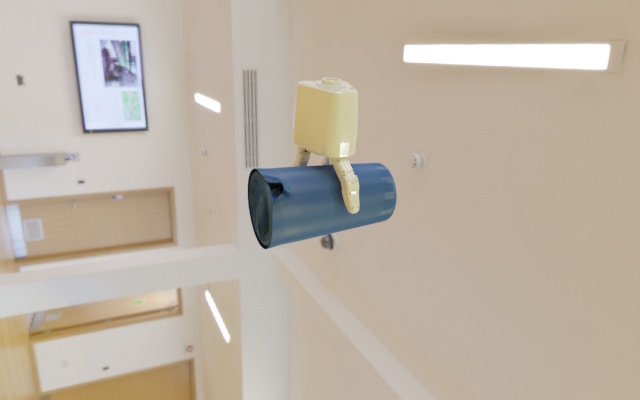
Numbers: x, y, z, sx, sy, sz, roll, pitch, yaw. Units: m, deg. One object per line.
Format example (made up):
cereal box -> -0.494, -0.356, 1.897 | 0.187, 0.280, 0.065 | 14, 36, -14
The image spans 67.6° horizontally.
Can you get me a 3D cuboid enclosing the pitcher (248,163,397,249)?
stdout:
pitcher -> 0.000, 0.003, 0.829 | 0.243, 0.145, 0.149 | -8, 24, -23
